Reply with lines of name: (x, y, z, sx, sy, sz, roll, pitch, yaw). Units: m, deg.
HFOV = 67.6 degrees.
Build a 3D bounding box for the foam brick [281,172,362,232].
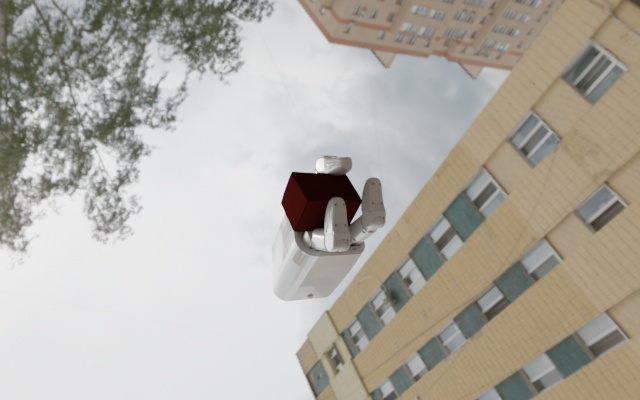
foam brick: (0.000, 0.002, 0.575, 0.078, 0.051, 0.053, 1, 43, -31)
